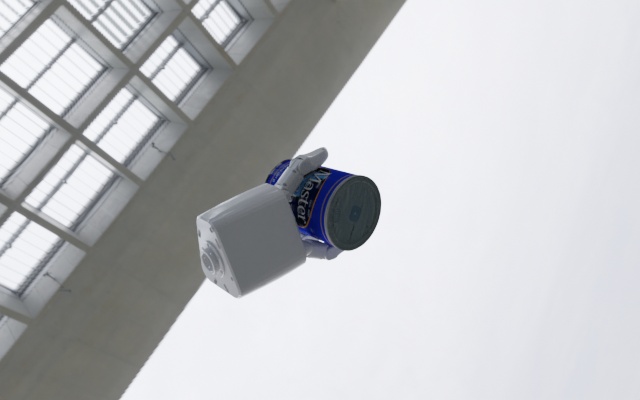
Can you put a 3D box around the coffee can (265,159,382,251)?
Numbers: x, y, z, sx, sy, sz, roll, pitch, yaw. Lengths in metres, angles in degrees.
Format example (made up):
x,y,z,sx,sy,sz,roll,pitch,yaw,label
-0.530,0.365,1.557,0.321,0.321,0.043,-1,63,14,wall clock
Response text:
x,y,z,sx,sy,sz,roll,pitch,yaw,label
0.000,0.002,0.675,0.103,0.103,0.140,0,13,-43,coffee can
